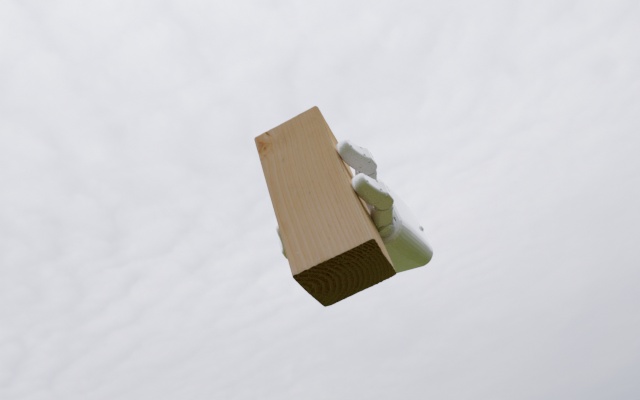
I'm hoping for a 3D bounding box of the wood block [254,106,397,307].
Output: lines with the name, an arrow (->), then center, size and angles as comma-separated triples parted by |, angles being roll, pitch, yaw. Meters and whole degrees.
wood block -> 0.000, 0.002, 0.551 | 0.091, 0.206, 0.090 | -27, -39, 8
